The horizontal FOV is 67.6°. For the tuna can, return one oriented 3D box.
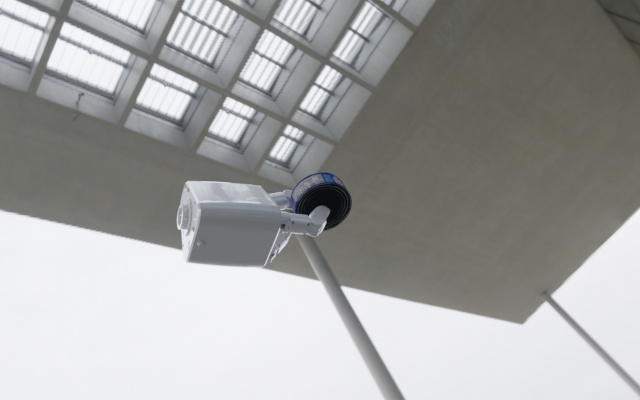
[{"bbox_3d":[0.000,0.002,0.697,0.086,0.086,0.033,0,35,-21],"label":"tuna can"}]
